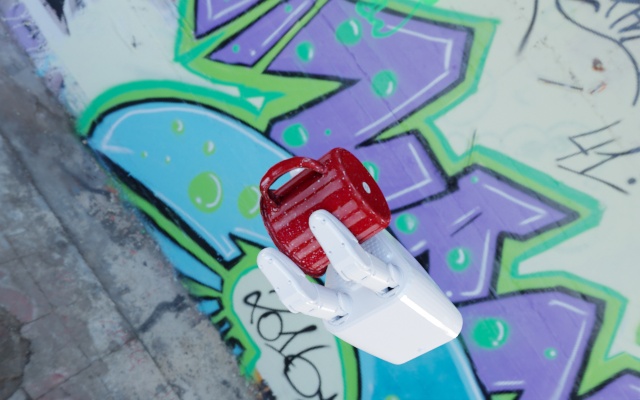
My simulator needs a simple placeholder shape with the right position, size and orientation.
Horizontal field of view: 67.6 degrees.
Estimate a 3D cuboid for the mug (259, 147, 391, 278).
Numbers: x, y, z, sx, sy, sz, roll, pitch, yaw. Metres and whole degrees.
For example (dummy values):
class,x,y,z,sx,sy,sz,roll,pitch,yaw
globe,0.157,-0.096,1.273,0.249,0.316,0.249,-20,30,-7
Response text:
class,x,y,z,sx,sy,sz,roll,pitch,yaw
mug,-0.001,0.000,0.410,0.081,0.093,0.117,-35,-50,20
